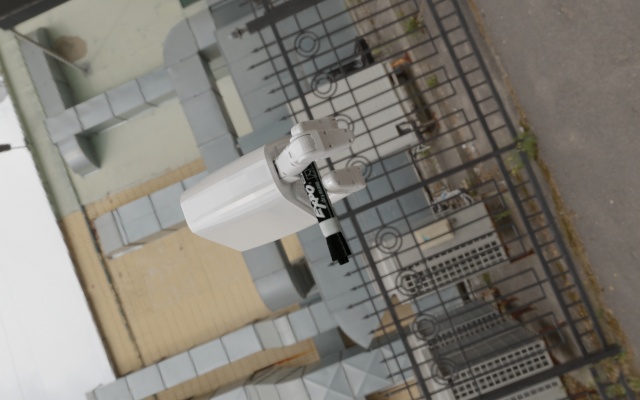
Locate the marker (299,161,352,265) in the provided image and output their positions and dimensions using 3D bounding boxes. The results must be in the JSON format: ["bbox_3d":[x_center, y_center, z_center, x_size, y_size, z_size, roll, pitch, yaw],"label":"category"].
[{"bbox_3d":[0.000,0.001,0.439,0.020,0.121,0.020,-21,-10,-4],"label":"marker"}]
